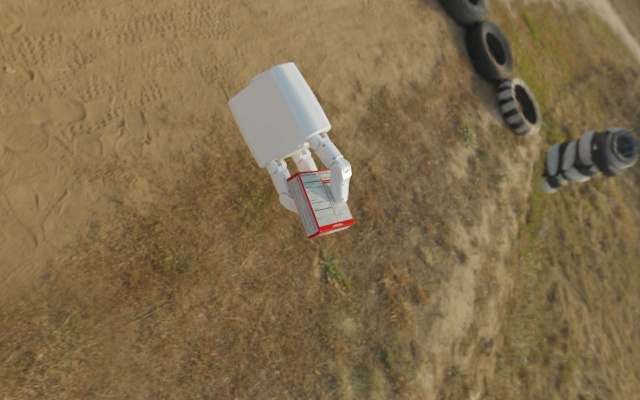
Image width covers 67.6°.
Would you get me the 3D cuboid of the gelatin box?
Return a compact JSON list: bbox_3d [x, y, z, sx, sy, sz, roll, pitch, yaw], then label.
[{"bbox_3d":[0.001,0.002,0.660,0.073,0.089,0.030,-11,-15,-47],"label":"gelatin box"}]
